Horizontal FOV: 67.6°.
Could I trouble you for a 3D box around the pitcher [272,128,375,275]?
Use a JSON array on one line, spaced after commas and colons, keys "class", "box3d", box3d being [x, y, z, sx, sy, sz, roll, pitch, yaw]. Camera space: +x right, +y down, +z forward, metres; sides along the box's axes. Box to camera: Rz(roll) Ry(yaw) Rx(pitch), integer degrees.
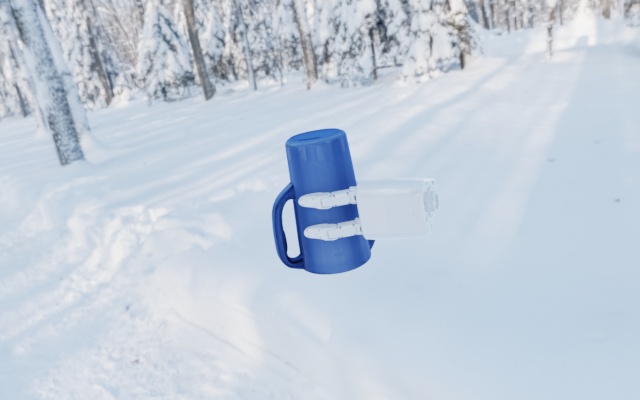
[{"class": "pitcher", "box3d": [0.000, 0.003, 0.850, 0.145, 0.243, 0.149, -1, 18, 28]}]
